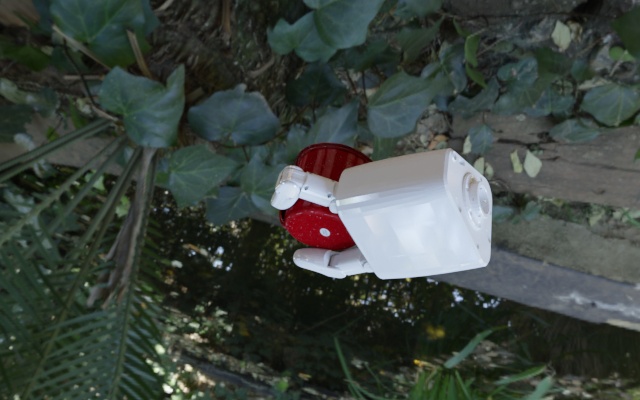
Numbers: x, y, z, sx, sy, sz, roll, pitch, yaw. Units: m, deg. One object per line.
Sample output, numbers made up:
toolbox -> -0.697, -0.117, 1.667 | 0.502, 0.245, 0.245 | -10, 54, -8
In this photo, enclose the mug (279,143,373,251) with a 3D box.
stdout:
mug -> -0.001, 0.002, 0.512 | 0.117, 0.081, 0.093 | -12, -40, 36
